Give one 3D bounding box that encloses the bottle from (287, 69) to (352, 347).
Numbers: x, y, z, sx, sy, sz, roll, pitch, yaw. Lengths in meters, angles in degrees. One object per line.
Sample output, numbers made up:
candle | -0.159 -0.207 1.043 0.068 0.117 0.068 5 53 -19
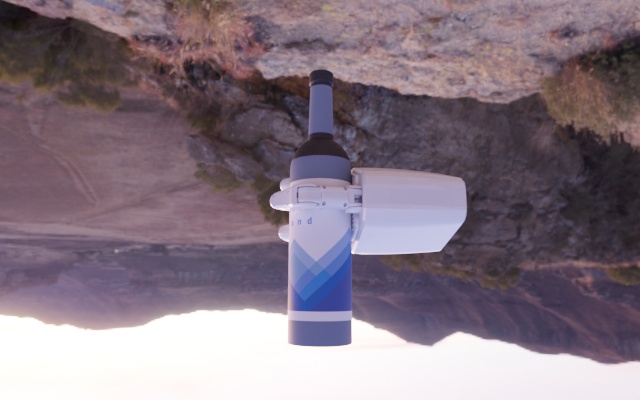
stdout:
bottle | 0.000 0.002 0.515 0.069 0.295 0.069 0 -10 0
